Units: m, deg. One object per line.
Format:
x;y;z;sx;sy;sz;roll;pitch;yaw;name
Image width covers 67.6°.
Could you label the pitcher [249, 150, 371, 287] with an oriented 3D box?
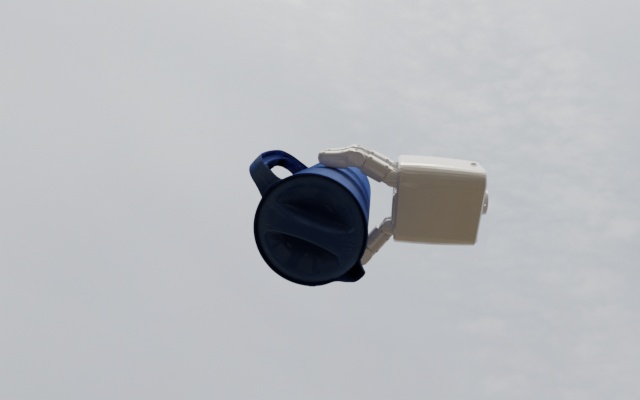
0.000;0.002;0.647;0.145;0.149;0.242;2;13;9;pitcher
